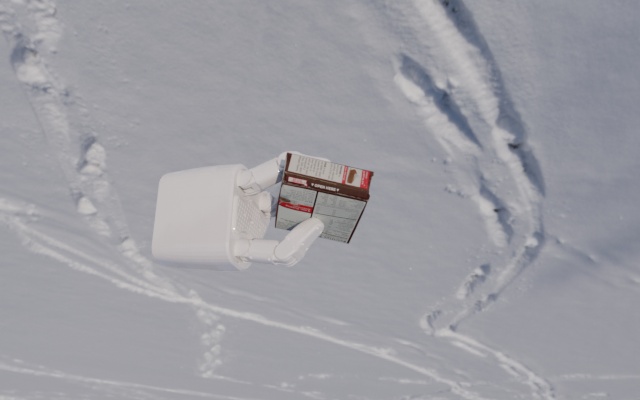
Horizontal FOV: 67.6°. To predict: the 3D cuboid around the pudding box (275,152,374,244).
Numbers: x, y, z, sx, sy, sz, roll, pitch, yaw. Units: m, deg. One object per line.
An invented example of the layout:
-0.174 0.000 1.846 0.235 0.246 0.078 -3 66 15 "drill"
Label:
0.000 0.002 0.509 0.090 0.039 0.113 12 -27 -3 "pudding box"
